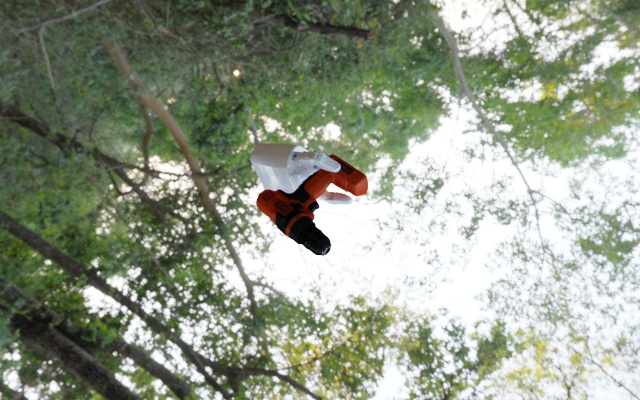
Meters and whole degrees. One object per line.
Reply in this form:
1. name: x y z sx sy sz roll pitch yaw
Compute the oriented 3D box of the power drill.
1. power drill: 0.000 0.003 0.886 0.187 0.057 0.184 -36 56 -26
